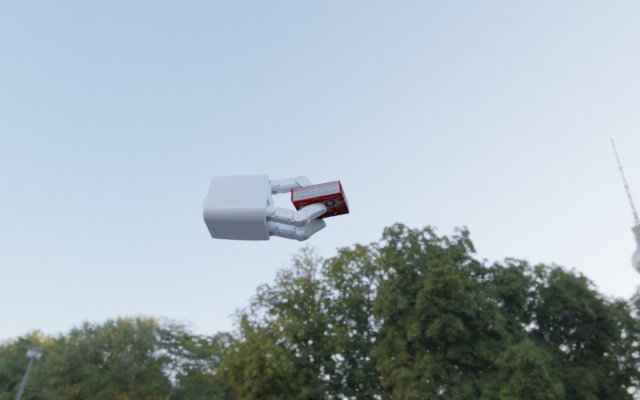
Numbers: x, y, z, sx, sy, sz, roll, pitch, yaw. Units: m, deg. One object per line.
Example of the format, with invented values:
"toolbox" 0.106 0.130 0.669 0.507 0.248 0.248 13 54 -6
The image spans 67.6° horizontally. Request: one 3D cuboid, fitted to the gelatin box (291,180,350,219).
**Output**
"gelatin box" 0.000 0.002 0.829 0.089 0.030 0.073 -11 -33 10
